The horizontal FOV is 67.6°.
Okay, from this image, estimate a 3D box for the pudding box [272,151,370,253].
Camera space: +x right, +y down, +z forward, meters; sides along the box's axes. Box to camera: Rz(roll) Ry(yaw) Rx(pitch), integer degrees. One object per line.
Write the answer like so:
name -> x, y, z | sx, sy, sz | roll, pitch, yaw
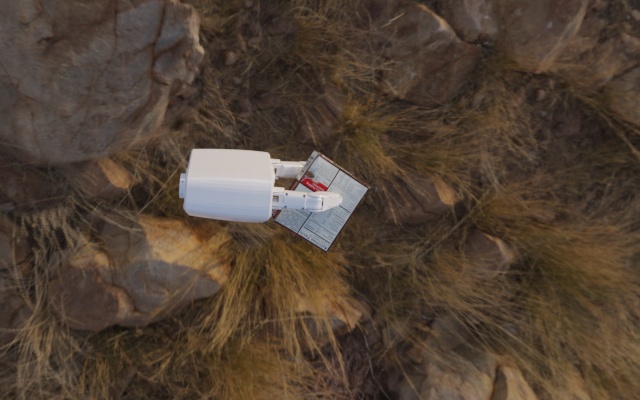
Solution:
pudding box -> 0.000, 0.002, 0.661 | 0.090, 0.113, 0.039 | 33, 5, -14
